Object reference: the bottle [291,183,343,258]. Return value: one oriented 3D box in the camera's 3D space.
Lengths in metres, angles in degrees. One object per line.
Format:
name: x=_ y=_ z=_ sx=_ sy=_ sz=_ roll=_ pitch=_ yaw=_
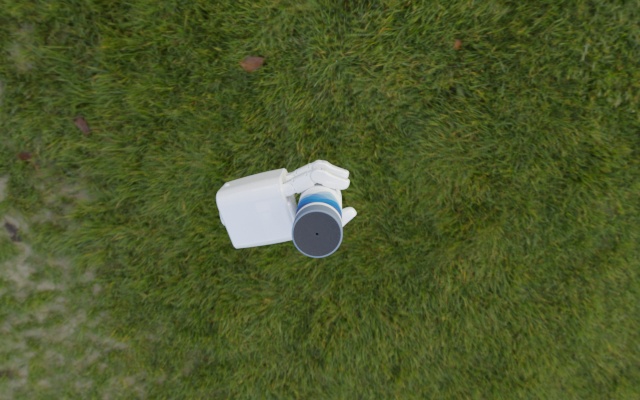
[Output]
bottle: x=0.000 y=0.003 z=0.757 sx=0.069 sy=0.069 sz=0.295 roll=0 pitch=16 yaw=2
